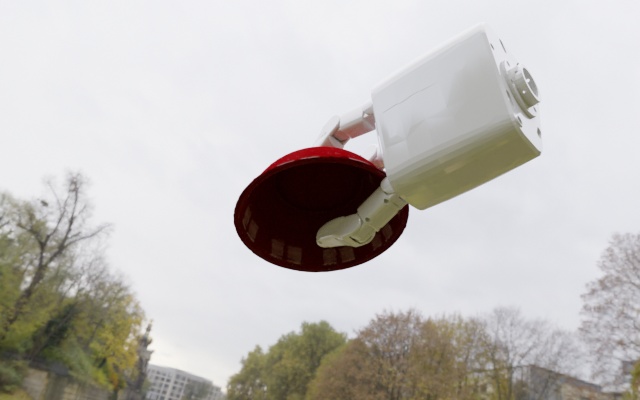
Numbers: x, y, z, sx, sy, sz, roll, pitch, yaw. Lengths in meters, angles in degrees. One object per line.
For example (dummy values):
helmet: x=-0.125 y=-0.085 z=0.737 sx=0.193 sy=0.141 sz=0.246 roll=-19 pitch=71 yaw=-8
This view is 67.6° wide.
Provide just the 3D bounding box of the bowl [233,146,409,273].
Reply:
bowl: x=-0.001 y=0.002 z=0.459 sx=0.162 sy=0.055 sz=0.162 roll=-2 pitch=-43 yaw=-2
